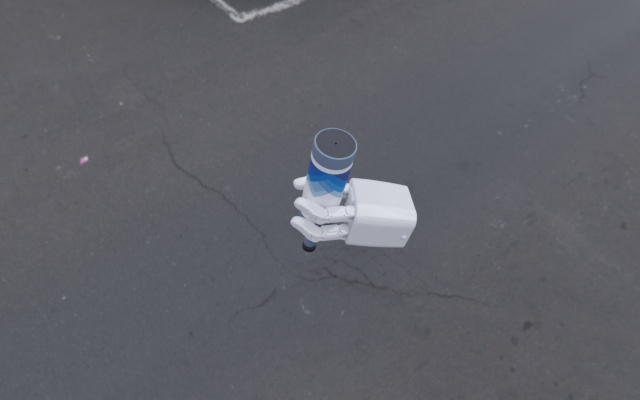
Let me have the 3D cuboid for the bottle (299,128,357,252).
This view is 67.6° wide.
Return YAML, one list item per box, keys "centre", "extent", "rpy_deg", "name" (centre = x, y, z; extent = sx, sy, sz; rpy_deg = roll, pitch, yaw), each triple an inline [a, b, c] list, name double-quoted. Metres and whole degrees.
- centre: [0.000, 0.003, 0.834]
  extent: [0.069, 0.069, 0.296]
  rpy_deg: [0, -37, -11]
  name: "bottle"
